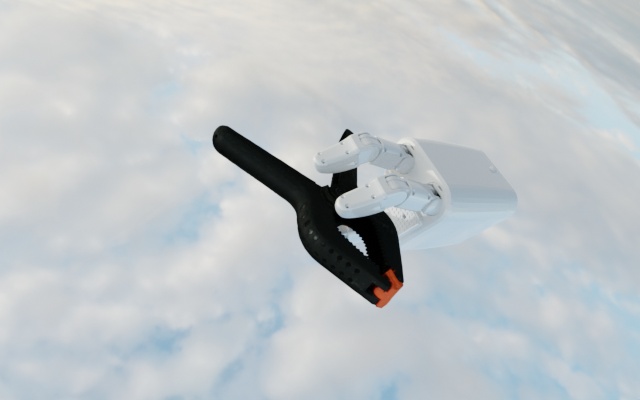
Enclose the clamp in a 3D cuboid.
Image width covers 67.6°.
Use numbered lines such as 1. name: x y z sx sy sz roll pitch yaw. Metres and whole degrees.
1. clamp: 0.000 0.002 0.428 0.164 0.209 0.036 0 -43 -32
